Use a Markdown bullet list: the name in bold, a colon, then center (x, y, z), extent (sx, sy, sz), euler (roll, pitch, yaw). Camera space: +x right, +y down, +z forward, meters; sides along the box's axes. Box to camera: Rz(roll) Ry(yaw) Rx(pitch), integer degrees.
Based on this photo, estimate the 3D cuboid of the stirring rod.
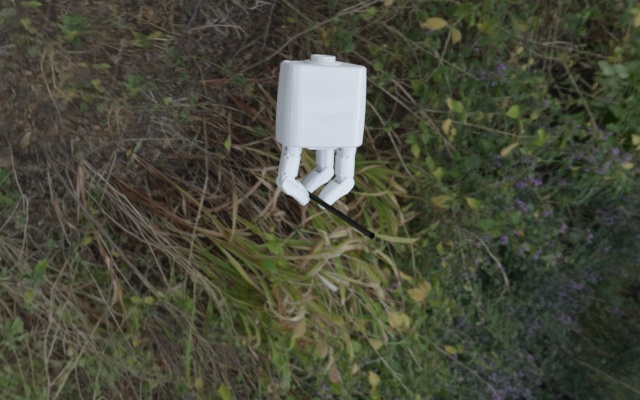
- **stirring rod**: center (0.000, 0.002, 0.661), extent (0.011, 0.011, 0.239), euler (0, 19, -33)
